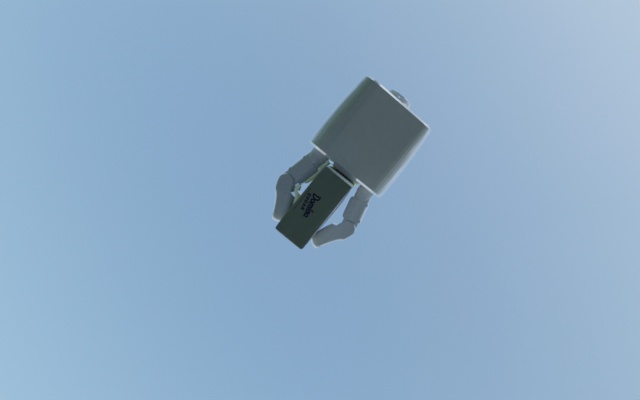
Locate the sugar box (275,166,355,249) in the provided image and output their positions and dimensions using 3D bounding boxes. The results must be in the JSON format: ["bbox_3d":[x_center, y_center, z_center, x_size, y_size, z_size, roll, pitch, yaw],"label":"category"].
[{"bbox_3d":[0.000,0.002,0.609,0.048,0.093,0.176,39,6,4],"label":"sugar box"}]
